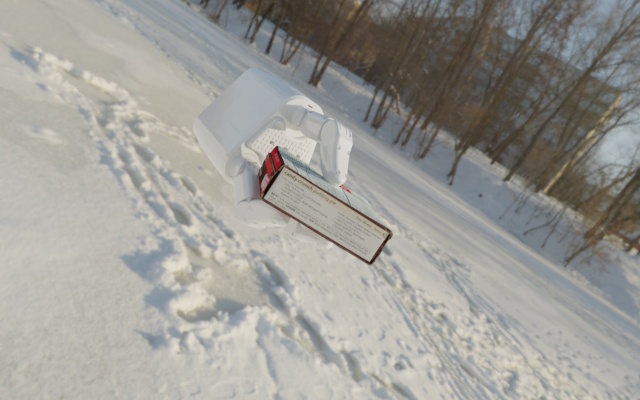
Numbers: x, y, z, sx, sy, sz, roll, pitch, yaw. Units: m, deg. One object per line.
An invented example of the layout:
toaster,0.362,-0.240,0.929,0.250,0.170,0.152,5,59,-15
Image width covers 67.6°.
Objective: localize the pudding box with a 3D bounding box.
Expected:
pudding box,0.000,0.001,0.420,0.113,0.039,0.090,30,11,-15
